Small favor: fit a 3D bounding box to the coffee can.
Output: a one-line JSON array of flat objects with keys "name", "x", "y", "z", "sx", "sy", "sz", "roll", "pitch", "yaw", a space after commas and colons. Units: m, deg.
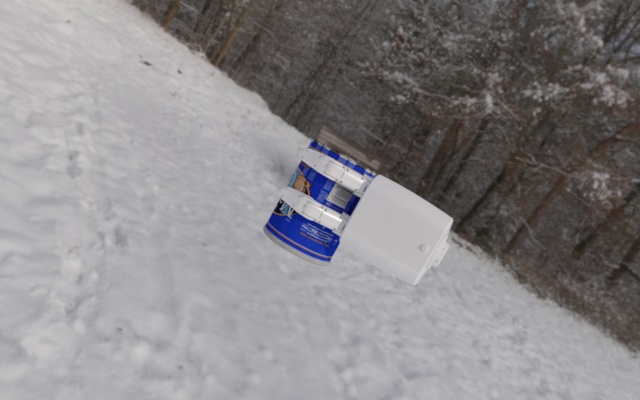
[{"name": "coffee can", "x": 0.000, "y": 0.002, "z": 0.644, "sx": 0.103, "sy": 0.140, "sz": 0.103, "roll": 29, "pitch": 5, "yaw": -3}]
